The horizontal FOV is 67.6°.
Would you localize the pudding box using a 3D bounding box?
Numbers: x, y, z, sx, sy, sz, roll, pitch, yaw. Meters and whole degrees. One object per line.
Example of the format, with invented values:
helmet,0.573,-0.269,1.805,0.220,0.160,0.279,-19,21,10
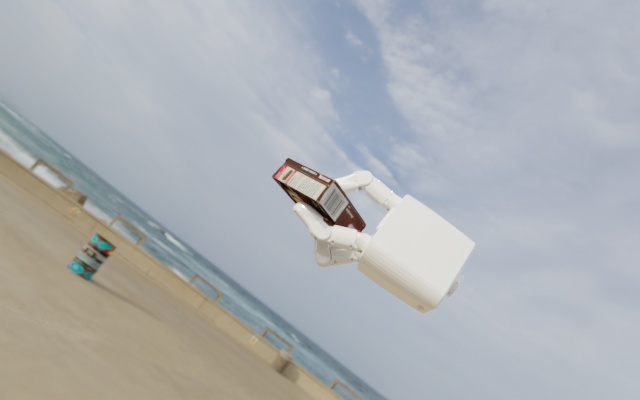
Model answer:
pudding box,0.000,0.002,0.621,0.090,0.039,0.114,27,-18,39
